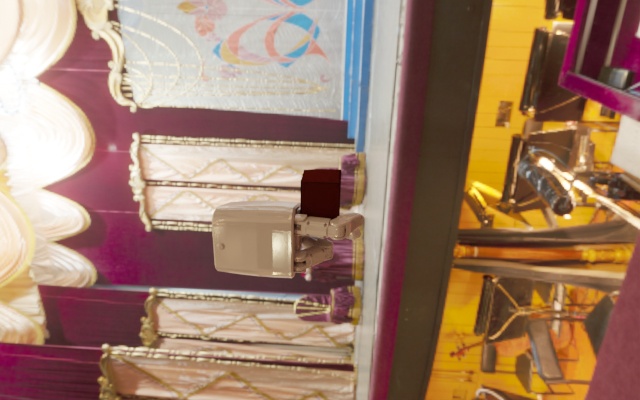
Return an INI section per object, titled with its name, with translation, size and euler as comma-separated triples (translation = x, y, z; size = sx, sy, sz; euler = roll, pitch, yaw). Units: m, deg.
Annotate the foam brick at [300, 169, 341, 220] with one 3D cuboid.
[foam brick]
translation = 0.000, 0.002, 0.637
size = 0.051, 0.078, 0.053
euler = 3, 22, 4
